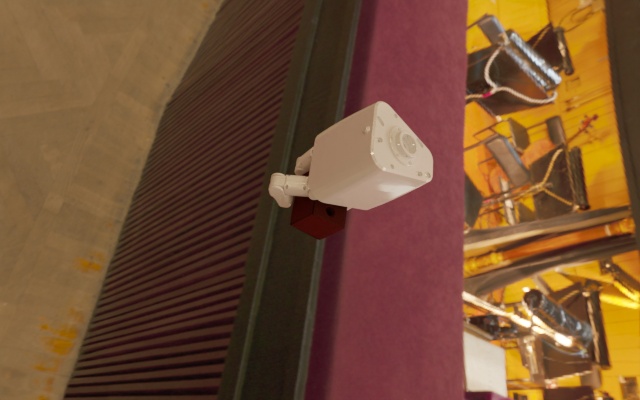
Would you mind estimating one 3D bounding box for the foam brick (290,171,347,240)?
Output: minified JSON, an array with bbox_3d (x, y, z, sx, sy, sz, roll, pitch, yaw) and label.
[{"bbox_3d":[0.000,0.002,0.627,0.053,0.078,0.051,27,-34,-30],"label":"foam brick"}]
